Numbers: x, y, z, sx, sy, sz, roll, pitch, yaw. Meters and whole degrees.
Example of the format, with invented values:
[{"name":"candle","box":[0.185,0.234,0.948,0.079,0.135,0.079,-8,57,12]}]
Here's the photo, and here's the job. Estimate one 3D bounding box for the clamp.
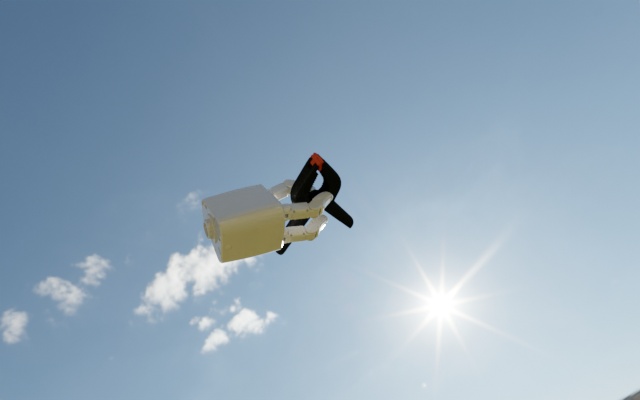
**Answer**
[{"name":"clamp","box":[0.000,0.002,0.849,0.164,0.210,0.036,-15,47,-26]}]
